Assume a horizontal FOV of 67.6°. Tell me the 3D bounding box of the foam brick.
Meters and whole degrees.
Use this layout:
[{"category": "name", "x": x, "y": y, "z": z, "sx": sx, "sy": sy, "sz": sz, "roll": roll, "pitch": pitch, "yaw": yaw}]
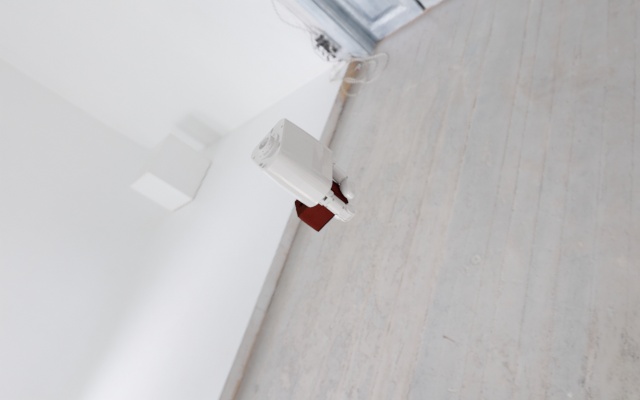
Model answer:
[{"category": "foam brick", "x": 0.000, "y": 0.003, "z": 0.817, "sx": 0.051, "sy": 0.078, "sz": 0.053, "roll": 35, "pitch": 19, "yaw": -28}]
